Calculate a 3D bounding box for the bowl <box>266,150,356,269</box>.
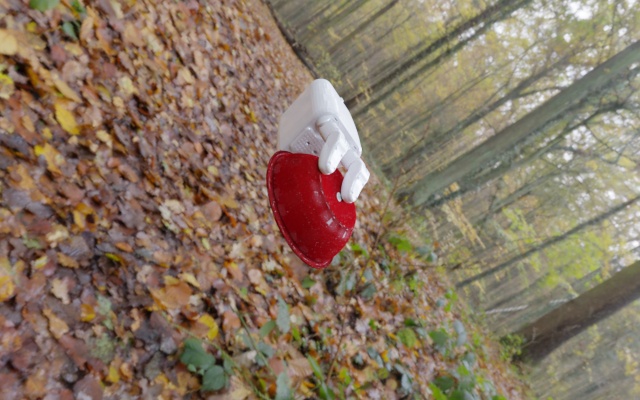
[{"bbox_3d":[0.001,0.003,0.605,0.055,0.162,0.162,-21,-9,24],"label":"bowl"}]
